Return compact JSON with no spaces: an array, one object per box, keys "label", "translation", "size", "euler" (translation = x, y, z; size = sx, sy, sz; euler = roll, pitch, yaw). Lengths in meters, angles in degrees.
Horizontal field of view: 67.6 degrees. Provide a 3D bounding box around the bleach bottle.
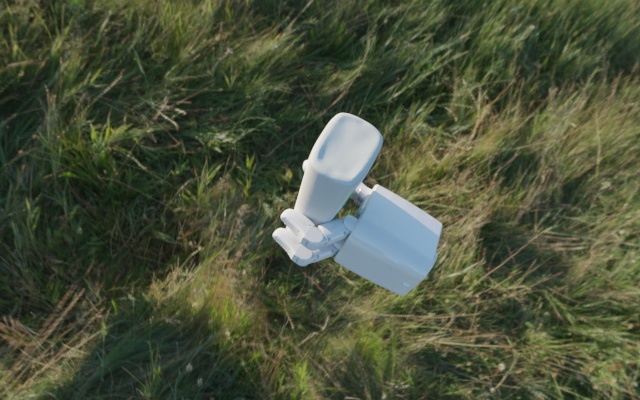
[{"label":"bleach bottle","translation":[0.000,0.002,0.635],"size":[0.068,0.102,0.251],"euler":[30,-33,3]}]
